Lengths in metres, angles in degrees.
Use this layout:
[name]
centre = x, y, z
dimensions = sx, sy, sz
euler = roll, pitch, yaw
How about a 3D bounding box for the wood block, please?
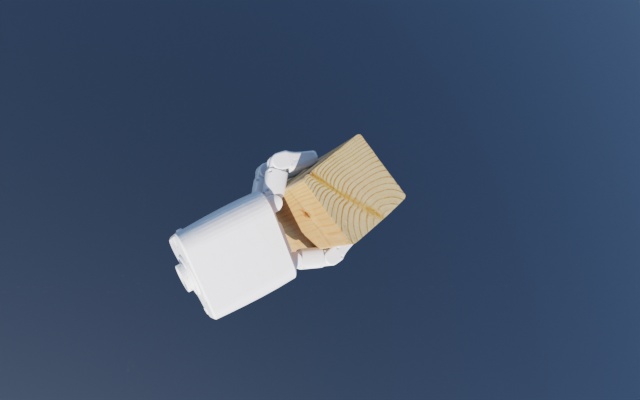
[wood block]
centre = 0.000, 0.002, 0.602
dimensions = 0.090, 0.091, 0.206
euler = -40, 8, -22
